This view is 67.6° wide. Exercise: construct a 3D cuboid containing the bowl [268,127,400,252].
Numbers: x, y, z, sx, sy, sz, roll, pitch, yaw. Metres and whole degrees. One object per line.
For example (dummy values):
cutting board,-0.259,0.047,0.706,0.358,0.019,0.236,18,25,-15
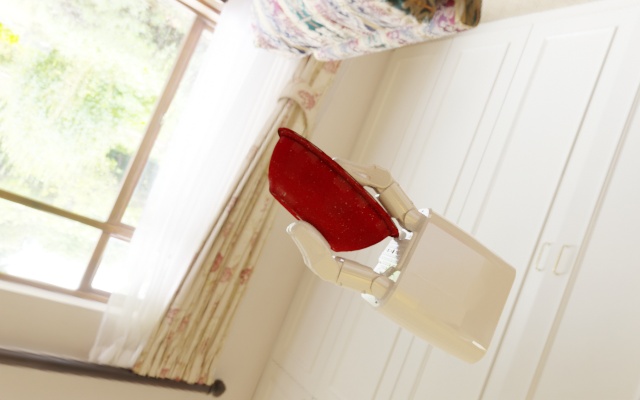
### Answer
bowl,-0.001,0.001,0.478,0.162,0.055,0.162,42,-6,5
